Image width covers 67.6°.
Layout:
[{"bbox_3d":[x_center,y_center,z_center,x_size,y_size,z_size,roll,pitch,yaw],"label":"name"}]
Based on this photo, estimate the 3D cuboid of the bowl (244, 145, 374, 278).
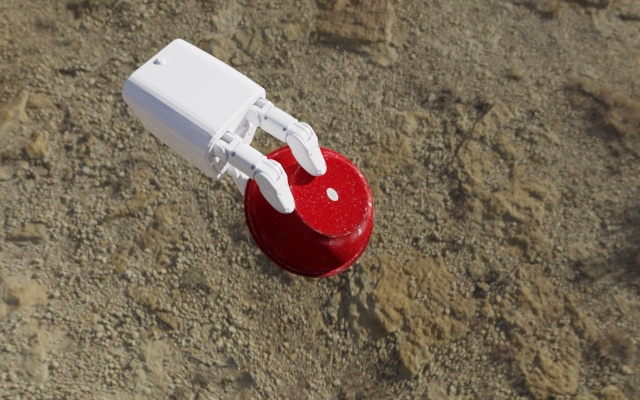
[{"bbox_3d":[0.001,0.002,0.530,0.162,0.162,0.055,0,-17,-25],"label":"bowl"}]
